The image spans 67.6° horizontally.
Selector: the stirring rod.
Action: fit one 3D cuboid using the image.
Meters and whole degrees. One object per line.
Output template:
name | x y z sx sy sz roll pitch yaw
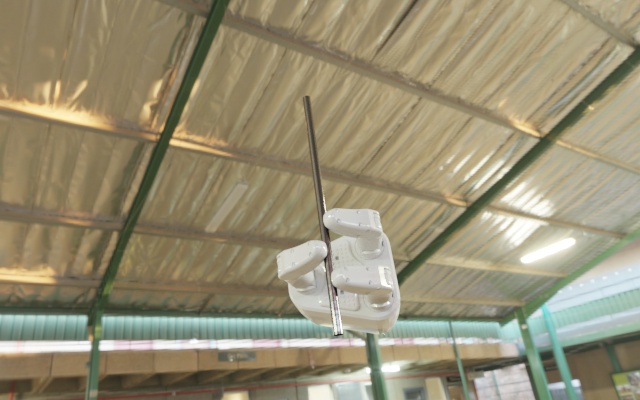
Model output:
stirring rod | 0.000 0.002 0.438 0.011 0.239 0.011 -6 -26 -3
